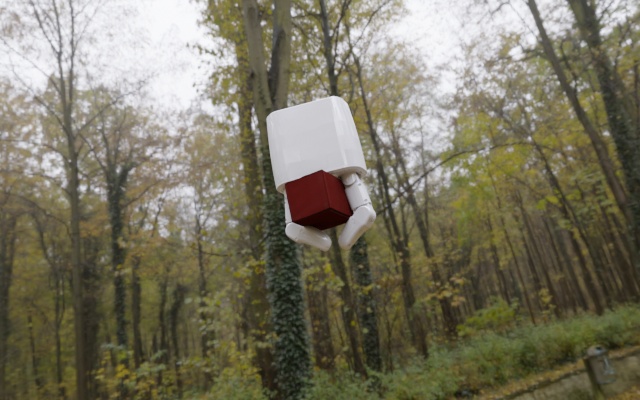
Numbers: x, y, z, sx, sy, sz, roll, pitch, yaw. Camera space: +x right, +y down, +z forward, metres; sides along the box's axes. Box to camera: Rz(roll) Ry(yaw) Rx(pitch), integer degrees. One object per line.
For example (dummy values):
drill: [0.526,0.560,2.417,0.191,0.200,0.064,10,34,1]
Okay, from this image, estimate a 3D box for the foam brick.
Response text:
foam brick: [0.000,0.002,0.583,0.053,0.051,0.078,-19,-18,21]
